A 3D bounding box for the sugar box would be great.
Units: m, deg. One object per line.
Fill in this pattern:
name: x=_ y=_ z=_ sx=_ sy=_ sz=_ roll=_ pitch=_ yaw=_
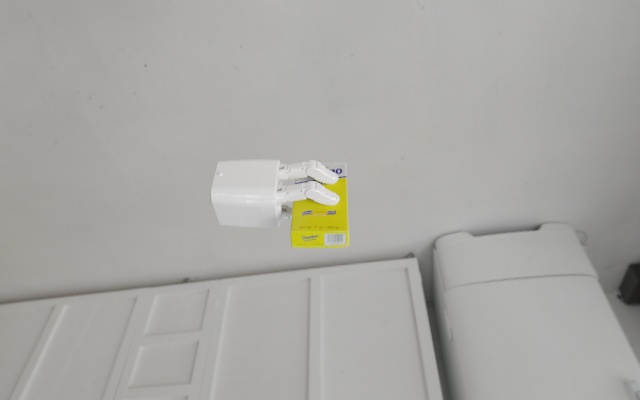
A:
sugar box: x=0.000 y=0.002 z=0.811 sx=0.093 sy=0.048 sz=0.176 roll=0 pitch=45 yaw=0
